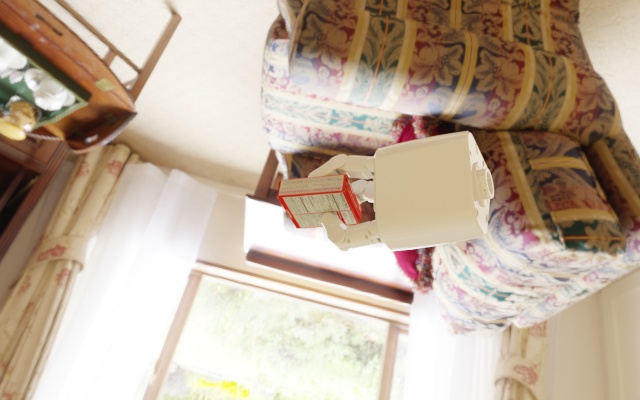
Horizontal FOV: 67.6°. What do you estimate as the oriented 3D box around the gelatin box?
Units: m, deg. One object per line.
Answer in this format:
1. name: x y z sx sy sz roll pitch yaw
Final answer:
1. gelatin box: 0.000 0.002 0.596 0.089 0.030 0.073 -5 -37 18
